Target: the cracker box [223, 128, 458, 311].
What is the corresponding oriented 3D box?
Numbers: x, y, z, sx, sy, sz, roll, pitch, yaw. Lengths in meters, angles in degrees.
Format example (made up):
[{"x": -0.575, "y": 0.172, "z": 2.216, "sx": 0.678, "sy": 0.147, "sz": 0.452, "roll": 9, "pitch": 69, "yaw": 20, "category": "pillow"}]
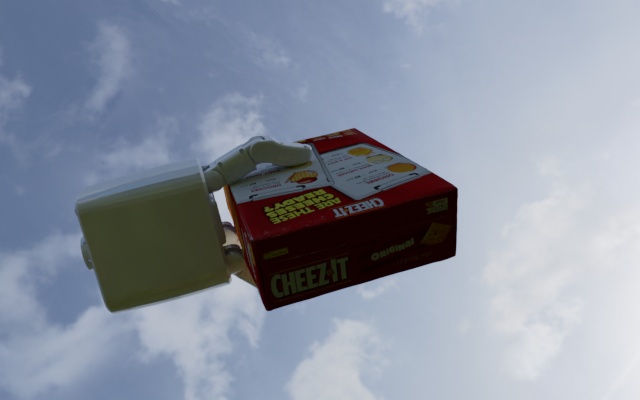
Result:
[{"x": 0.000, "y": 0.001, "z": 0.449, "sx": 0.164, "sy": 0.072, "sz": 0.213, "roll": -14, "pitch": 25, "yaw": -13, "category": "cracker box"}]
